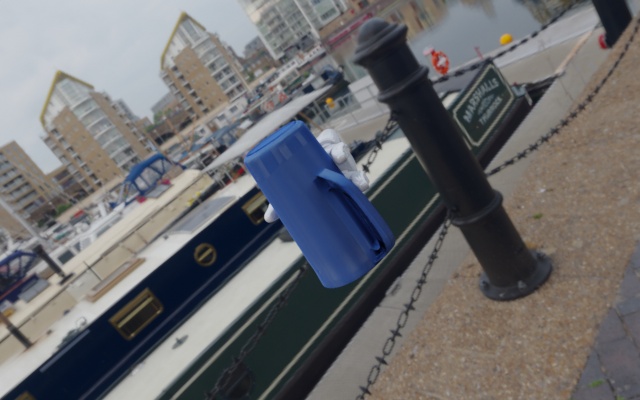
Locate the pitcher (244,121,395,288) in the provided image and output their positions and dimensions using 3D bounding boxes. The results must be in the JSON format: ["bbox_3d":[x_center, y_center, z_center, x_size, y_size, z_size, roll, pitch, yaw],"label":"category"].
[{"bbox_3d":[0.000,0.002,0.724,0.149,0.243,0.145,-32,15,14],"label":"pitcher"}]
